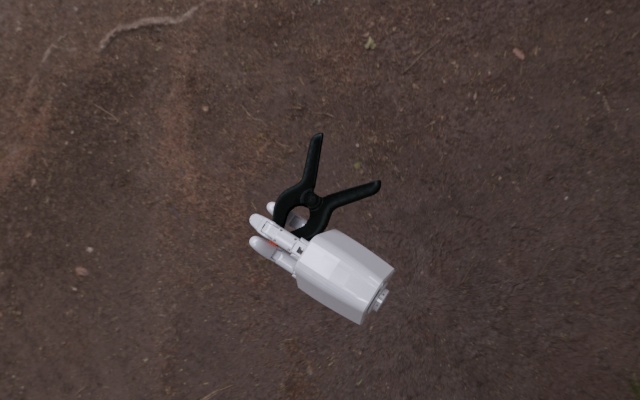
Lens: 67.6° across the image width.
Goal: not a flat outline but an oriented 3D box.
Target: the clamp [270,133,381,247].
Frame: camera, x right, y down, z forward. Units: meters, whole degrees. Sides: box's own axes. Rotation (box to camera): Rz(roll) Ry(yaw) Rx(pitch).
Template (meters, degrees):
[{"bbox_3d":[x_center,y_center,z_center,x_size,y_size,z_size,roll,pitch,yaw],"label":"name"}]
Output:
[{"bbox_3d":[0.000,0.002,0.663,0.120,0.171,0.039,31,-4,14],"label":"clamp"}]
